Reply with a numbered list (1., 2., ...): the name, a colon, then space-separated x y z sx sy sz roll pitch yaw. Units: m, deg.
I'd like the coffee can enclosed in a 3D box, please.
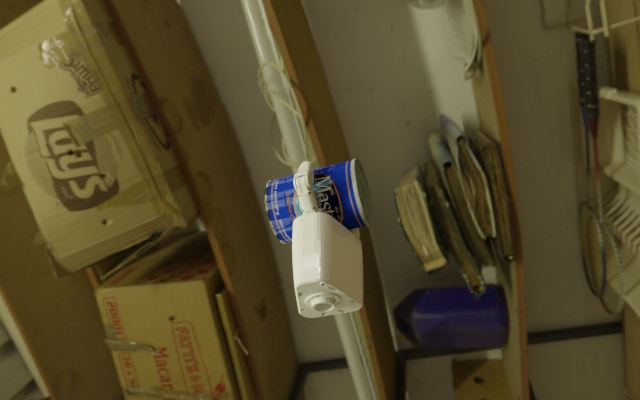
1. coffee can: 0.000 0.002 0.725 0.140 0.103 0.103 -13 -3 15
